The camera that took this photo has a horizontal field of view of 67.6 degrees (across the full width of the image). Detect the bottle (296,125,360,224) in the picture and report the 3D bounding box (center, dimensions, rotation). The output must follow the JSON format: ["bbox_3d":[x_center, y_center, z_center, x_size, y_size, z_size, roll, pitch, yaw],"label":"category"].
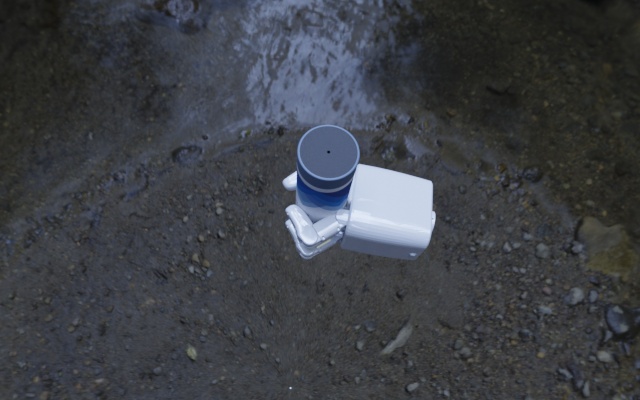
[{"bbox_3d":[0.000,0.002,0.641,0.069,0.069,0.296,0,-21,-4],"label":"bottle"}]
